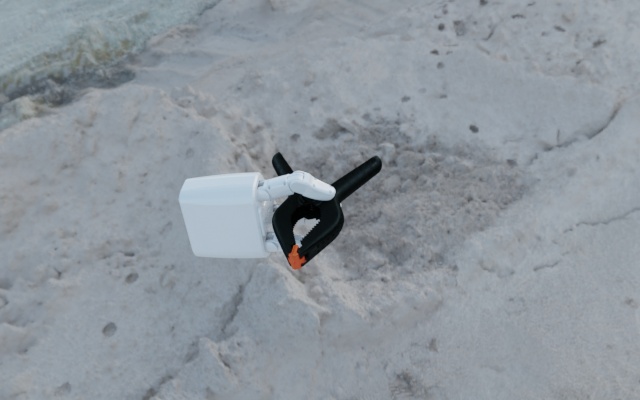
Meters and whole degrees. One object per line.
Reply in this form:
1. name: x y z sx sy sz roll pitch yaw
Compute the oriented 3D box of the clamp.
1. clamp: 0.000 0.002 0.642 0.164 0.036 0.209 -2 43 9
